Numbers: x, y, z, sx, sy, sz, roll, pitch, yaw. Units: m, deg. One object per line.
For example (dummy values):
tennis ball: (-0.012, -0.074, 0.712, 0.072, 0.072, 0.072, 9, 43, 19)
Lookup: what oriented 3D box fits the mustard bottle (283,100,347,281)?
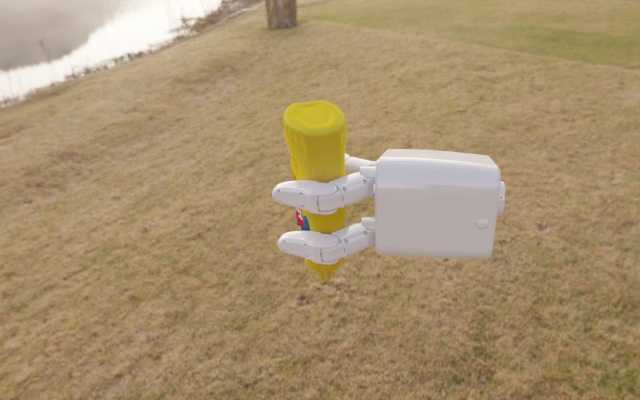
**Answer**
mustard bottle: (0.000, 0.001, 0.491, 0.058, 0.192, 0.096, -9, 29, -9)
